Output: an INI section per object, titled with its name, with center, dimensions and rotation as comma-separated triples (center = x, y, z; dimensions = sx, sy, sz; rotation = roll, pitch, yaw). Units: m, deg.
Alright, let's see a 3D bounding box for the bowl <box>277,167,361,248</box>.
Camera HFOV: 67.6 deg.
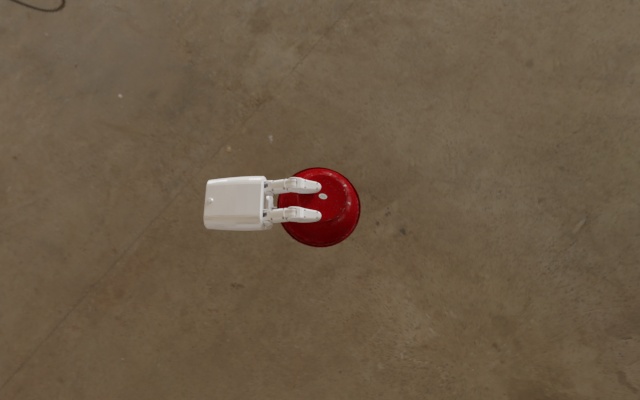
[bowl]
center = 0.001, 0.002, 0.886
dimensions = 0.162, 0.162, 0.055
rotation = 0, -19, -7
